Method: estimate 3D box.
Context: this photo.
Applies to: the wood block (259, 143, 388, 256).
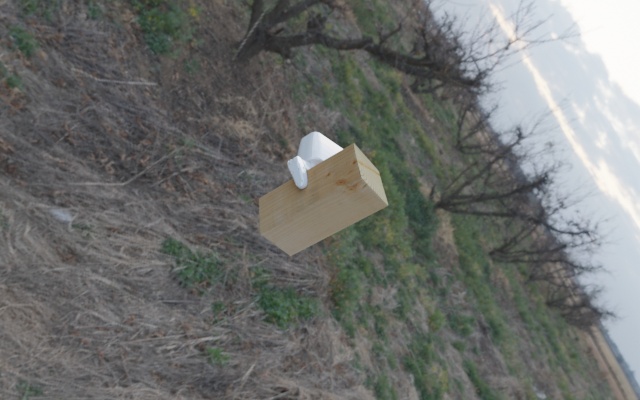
[{"bbox_3d":[0.000,0.002,0.836,0.206,0.090,0.091,-29,-47,21],"label":"wood block"}]
